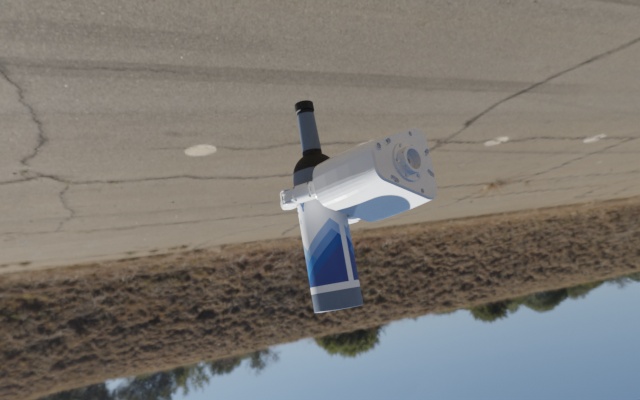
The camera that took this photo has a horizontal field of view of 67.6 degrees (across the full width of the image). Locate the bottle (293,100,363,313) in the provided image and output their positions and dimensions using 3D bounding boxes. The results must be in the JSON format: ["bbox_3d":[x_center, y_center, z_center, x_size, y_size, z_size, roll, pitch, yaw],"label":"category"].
[{"bbox_3d":[0.000,0.002,0.665,0.069,0.295,0.069,-9,-11,-2],"label":"bottle"}]
